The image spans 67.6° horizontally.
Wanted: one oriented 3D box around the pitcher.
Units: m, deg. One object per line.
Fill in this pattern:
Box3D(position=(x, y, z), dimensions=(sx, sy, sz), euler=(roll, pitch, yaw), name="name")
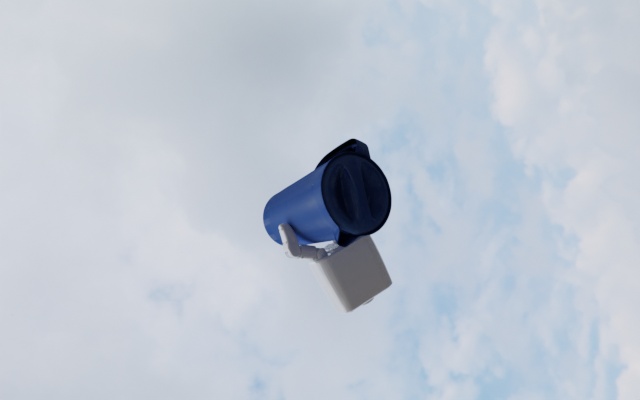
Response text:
Box3D(position=(0.000, 0.003, 0.825), dimensions=(0.149, 0.145, 0.243), euler=(-31, 6, -34), name="pitcher")
